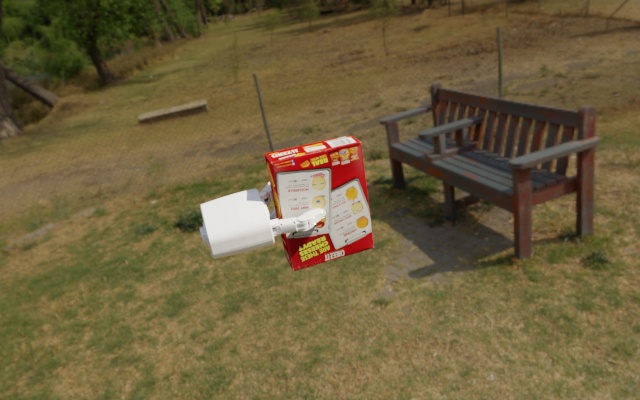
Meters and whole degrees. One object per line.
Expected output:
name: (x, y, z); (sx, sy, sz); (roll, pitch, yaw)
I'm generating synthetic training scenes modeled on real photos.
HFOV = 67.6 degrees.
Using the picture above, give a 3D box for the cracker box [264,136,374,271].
cracker box: (0.000, 0.003, 0.872); (0.164, 0.214, 0.072); (-15, 24, -12)
